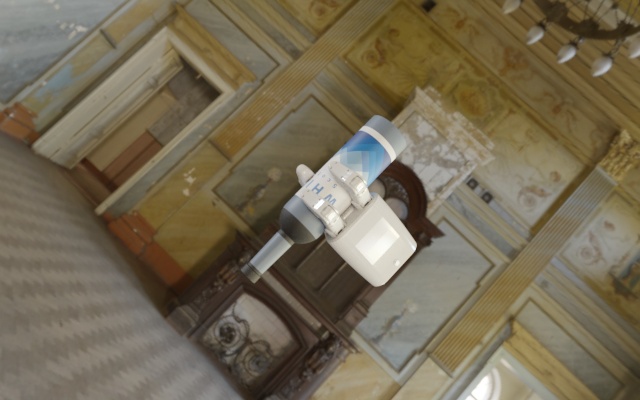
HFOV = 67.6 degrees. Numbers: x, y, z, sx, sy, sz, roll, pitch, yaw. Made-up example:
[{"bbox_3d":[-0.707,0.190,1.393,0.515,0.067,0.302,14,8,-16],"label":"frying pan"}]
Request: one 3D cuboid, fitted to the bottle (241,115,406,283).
[{"bbox_3d":[0.000,0.002,0.684,0.069,0.295,0.069,43,-8,8],"label":"bottle"}]
